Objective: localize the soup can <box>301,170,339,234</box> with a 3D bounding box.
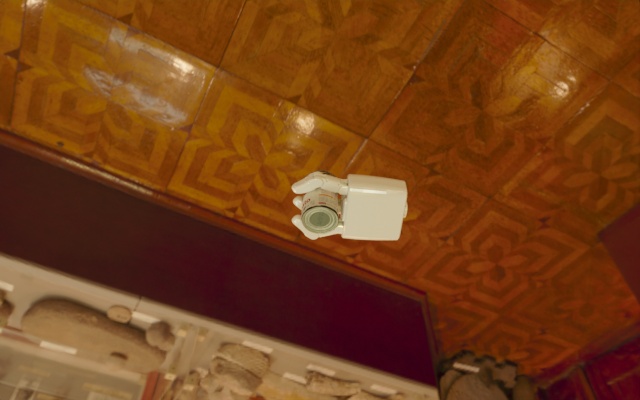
[{"bbox_3d":[0.000,0.003,0.867,0.068,0.069,0.102,0,41,1],"label":"soup can"}]
